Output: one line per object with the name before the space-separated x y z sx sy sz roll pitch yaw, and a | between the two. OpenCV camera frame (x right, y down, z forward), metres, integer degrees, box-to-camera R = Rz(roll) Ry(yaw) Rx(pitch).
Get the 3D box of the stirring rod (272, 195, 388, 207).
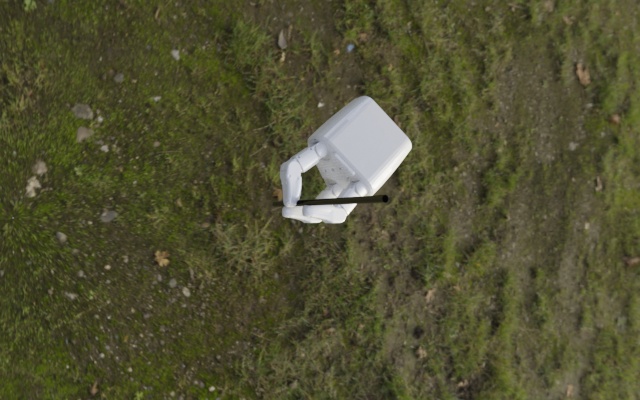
stirring rod | 0.000 0.002 0.579 0.011 0.011 0.239 0 -2 -33
